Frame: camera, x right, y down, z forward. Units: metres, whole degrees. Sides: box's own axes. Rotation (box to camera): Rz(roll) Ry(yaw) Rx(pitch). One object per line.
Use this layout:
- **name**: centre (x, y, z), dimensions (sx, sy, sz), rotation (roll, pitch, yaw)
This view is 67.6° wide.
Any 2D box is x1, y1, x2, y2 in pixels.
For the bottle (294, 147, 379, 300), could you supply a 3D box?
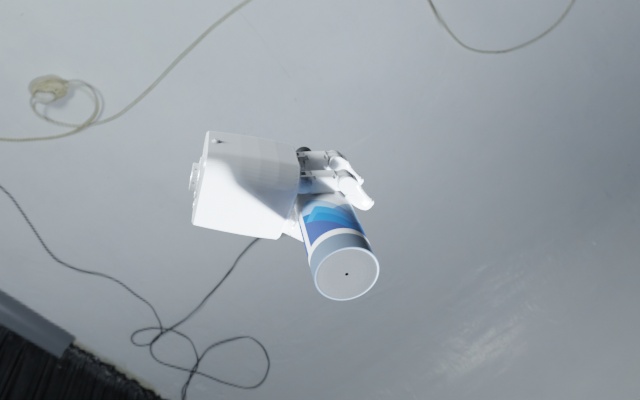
- **bottle**: centre (0.000, 0.002, 0.595), dimensions (0.069, 0.069, 0.295), rotation (0, 29, -12)
